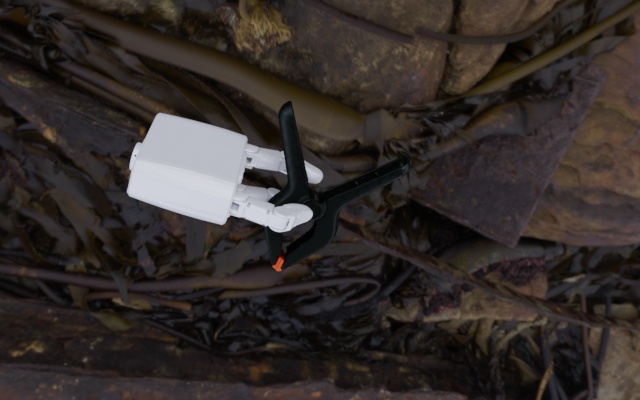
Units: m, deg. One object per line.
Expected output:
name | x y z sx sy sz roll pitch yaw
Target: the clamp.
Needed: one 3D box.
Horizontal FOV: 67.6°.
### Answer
clamp | 0.000 0.003 0.576 0.164 0.210 0.036 18 26 -11
